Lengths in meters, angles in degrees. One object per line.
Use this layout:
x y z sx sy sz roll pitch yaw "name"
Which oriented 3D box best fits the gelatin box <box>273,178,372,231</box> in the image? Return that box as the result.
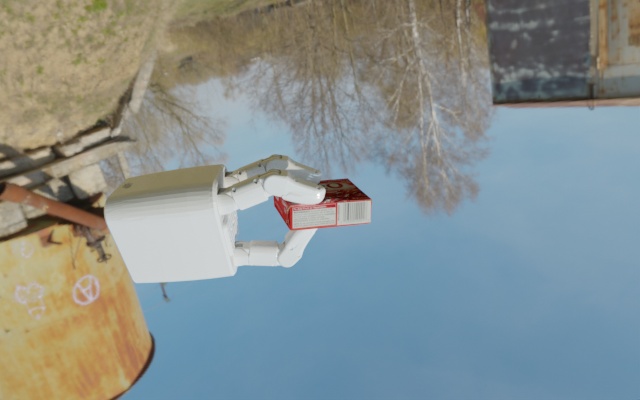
0.000 0.002 0.504 0.089 0.030 0.073 -4 20 -16 "gelatin box"
